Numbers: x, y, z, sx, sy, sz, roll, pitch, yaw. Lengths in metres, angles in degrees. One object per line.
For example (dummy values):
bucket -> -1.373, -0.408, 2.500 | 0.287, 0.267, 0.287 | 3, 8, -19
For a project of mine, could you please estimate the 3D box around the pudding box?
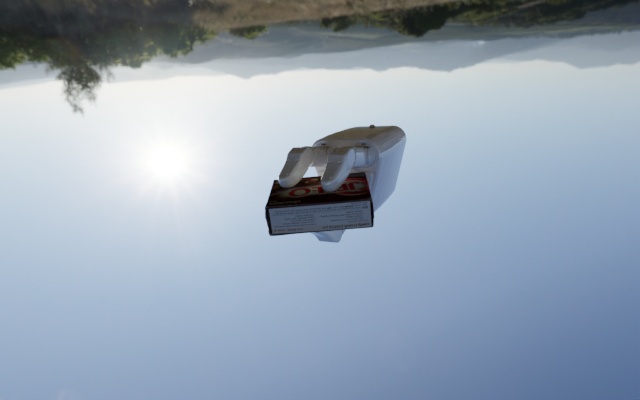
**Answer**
pudding box -> 0.000, 0.002, 0.530 | 0.113, 0.039, 0.090 | -7, 19, 3
